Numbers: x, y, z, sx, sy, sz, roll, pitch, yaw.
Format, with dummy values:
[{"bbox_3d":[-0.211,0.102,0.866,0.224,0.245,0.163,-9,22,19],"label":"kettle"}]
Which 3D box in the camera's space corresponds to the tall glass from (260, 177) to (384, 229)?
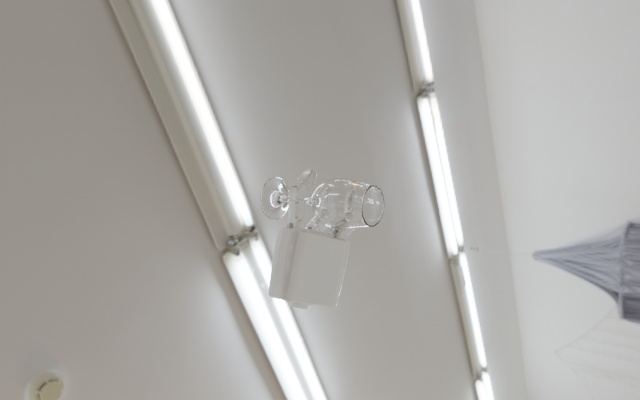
[{"bbox_3d":[0.000,0.002,0.762,0.201,0.079,0.079,4,2,38],"label":"tall glass"}]
